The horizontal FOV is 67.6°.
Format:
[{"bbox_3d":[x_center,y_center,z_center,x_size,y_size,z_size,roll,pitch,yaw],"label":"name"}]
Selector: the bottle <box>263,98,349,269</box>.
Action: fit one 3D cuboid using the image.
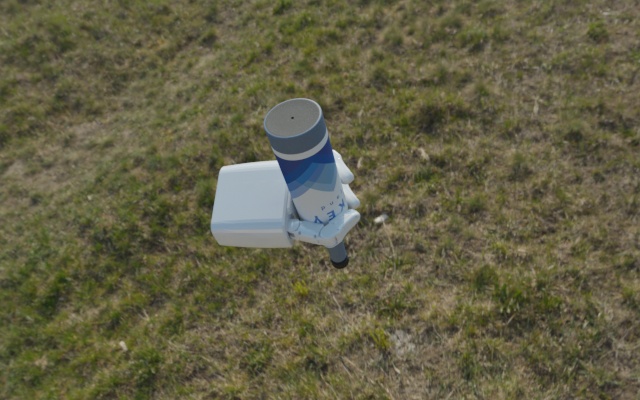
[{"bbox_3d":[0.000,0.002,0.632,0.069,0.069,0.296,0,-39,16],"label":"bottle"}]
